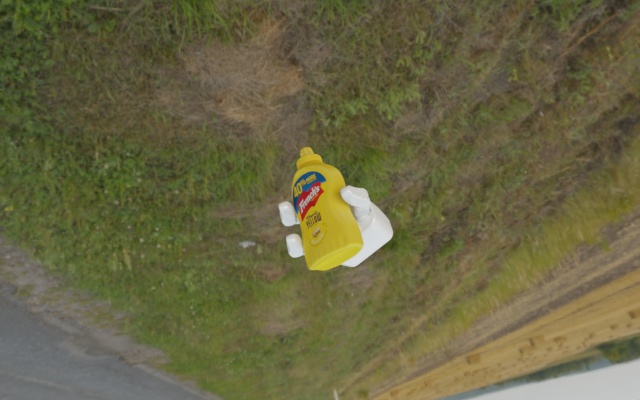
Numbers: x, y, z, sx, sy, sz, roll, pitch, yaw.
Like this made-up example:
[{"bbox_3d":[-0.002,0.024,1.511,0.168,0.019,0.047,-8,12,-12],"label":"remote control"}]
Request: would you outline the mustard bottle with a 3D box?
[{"bbox_3d":[0.000,0.003,0.728,0.058,0.191,0.096,8,-34,-41],"label":"mustard bottle"}]
